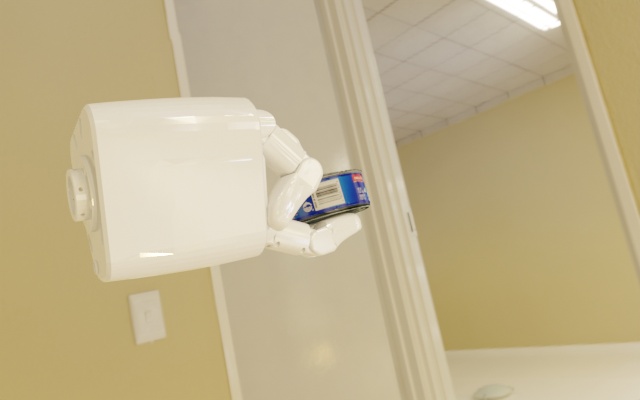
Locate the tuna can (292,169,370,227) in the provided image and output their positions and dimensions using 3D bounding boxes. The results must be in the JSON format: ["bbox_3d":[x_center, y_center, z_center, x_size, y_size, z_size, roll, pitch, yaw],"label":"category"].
[{"bbox_3d":[0.000,0.002,0.424,0.086,0.033,0.086,-16,-6,-2],"label":"tuna can"}]
